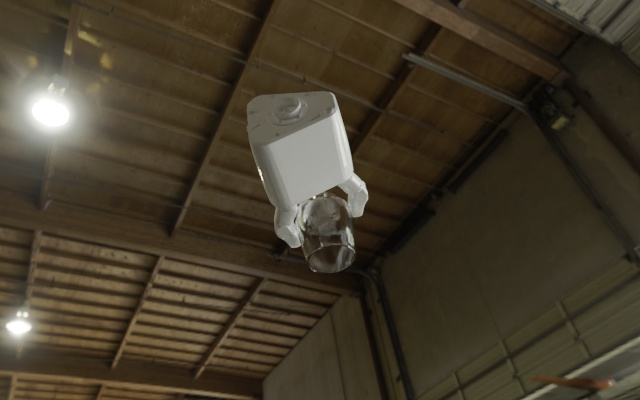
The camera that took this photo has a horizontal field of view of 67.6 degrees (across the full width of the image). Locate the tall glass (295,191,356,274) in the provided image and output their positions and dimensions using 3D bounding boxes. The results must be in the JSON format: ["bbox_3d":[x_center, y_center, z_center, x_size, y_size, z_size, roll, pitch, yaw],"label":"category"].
[{"bbox_3d":[0.000,0.002,0.662,0.079,0.200,0.079,-6,-42,-6],"label":"tall glass"}]
